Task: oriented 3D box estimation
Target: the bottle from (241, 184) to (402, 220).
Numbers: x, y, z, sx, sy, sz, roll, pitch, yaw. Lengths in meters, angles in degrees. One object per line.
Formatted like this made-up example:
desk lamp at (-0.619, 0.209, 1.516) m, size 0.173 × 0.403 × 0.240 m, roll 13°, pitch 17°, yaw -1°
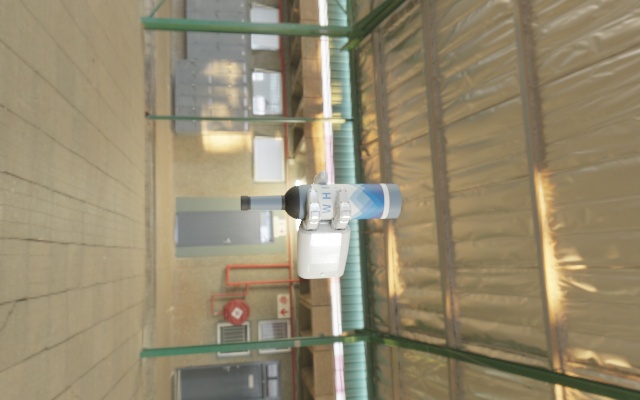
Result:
bottle at (0.000, 0.003, 0.892) m, size 0.296 × 0.069 × 0.069 m, roll -1°, pitch 0°, yaw -10°
